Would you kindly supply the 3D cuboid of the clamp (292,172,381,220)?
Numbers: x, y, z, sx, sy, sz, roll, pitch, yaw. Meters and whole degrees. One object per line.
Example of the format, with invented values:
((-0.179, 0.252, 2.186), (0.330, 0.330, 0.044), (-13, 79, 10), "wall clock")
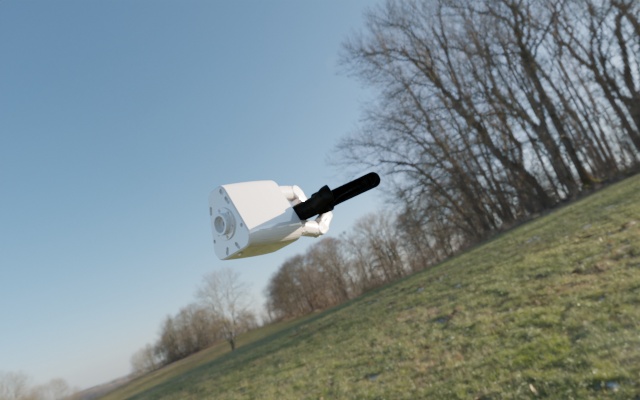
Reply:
((0.000, 0.002, 0.746), (0.171, 0.039, 0.120), (-30, -15, 39), "clamp")
